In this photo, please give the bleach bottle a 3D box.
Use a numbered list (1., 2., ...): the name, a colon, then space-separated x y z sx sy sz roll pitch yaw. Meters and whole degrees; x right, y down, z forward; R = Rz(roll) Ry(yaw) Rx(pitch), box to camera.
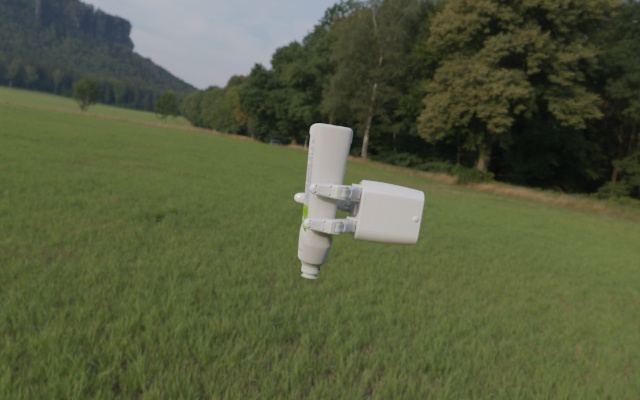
1. bleach bottle: 0.000 0.003 0.794 0.068 0.251 0.102 8 5 -6
